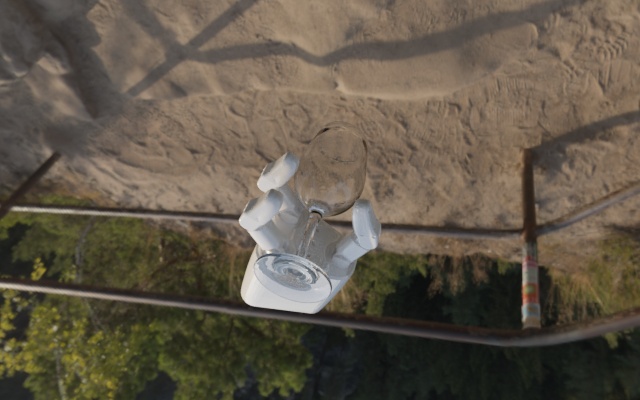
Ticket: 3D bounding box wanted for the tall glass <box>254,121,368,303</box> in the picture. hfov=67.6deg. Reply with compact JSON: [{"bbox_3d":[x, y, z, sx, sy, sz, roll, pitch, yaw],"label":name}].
[{"bbox_3d":[0.000,0.002,0.497,0.079,0.201,0.079,11,-42,10],"label":"tall glass"}]
